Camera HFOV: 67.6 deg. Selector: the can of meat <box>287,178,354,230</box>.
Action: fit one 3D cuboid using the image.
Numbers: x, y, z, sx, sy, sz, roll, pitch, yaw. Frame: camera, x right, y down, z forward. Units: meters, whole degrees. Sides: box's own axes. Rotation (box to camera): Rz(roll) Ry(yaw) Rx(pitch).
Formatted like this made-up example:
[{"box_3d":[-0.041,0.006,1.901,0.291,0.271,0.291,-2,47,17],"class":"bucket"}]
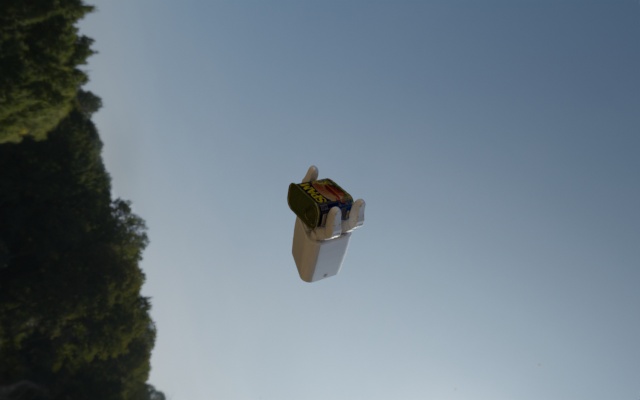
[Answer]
[{"box_3d":[0.000,0.003,0.888,0.084,0.057,0.102,-12,37,-33],"class":"can of meat"}]
